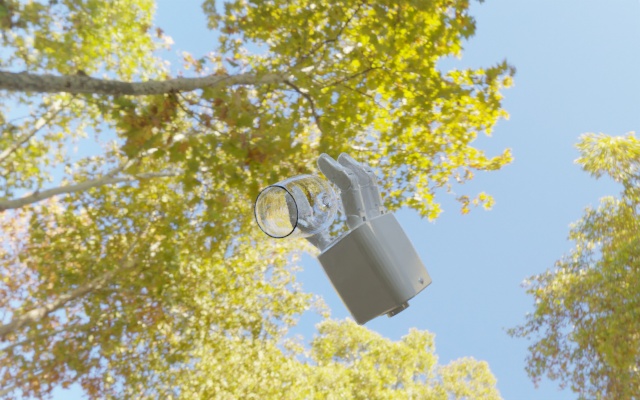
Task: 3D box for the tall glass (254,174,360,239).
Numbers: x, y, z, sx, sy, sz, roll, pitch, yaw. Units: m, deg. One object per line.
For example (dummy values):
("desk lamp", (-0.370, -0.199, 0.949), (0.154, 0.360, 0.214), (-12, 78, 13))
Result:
("tall glass", (0.000, 0.002, 0.624), (0.079, 0.079, 0.201), (0, 6, 31))
